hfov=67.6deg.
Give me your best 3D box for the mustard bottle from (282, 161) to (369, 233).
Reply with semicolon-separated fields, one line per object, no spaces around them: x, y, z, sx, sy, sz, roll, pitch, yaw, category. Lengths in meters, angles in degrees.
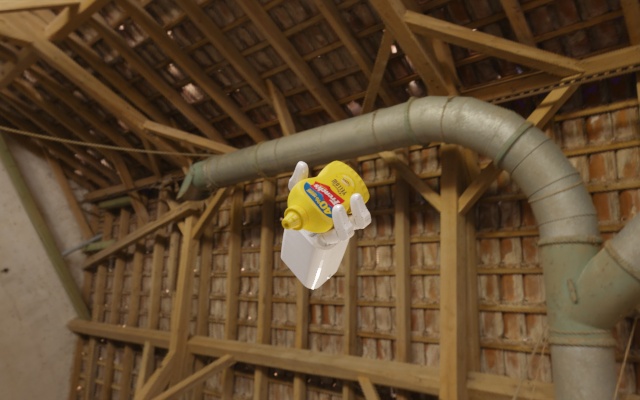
0.000;0.002;0.815;0.191;0.096;0.058;-33;-9;-47;mustard bottle
